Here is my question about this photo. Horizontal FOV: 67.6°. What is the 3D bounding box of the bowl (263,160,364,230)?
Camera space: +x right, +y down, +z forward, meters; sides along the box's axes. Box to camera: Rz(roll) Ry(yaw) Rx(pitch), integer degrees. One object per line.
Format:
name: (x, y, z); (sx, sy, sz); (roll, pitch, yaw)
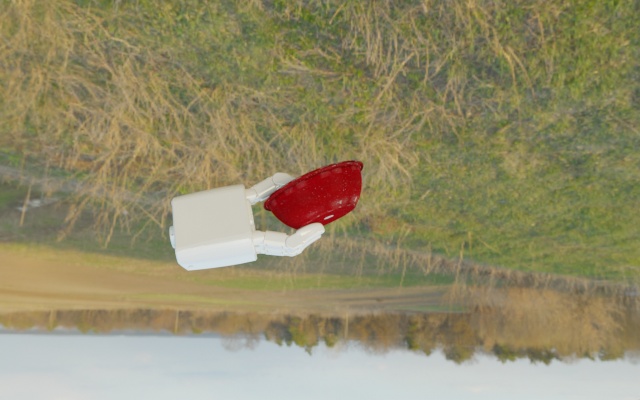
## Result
bowl: (0.002, 0.002, 0.706); (0.162, 0.055, 0.162); (-23, -12, -5)
